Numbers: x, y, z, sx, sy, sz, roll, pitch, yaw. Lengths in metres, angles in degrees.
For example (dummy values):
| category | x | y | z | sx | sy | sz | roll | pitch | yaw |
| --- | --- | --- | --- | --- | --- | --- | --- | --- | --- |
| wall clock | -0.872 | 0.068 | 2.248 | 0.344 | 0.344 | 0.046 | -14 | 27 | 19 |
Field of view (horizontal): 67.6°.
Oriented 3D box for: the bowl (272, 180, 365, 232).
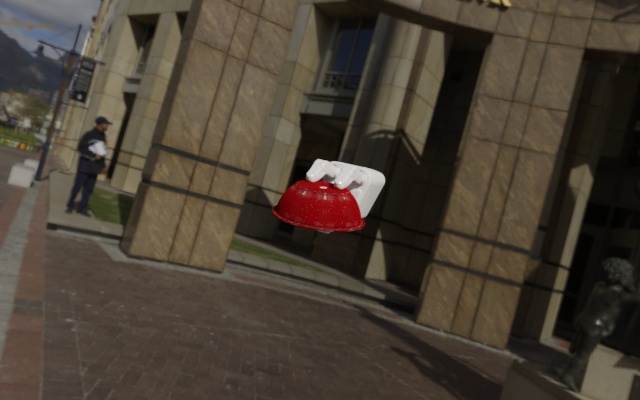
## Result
| category | x | y | z | sx | sy | sz | roll | pitch | yaw |
| --- | --- | --- | --- | --- | --- | --- | --- | --- | --- |
| bowl | 0.000 | 0.003 | 0.810 | 0.162 | 0.055 | 0.162 | 8 | 14 | -2 |
